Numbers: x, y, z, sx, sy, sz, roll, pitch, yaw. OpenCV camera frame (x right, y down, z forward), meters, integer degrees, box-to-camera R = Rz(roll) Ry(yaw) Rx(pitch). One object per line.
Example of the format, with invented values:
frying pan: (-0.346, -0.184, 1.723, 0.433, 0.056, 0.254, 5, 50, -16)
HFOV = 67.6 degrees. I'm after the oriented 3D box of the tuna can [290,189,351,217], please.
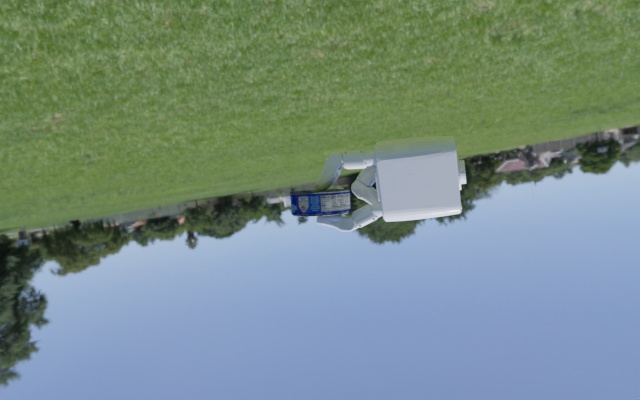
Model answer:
tuna can: (0.000, 0.003, 0.676, 0.086, 0.034, 0.086, -3, 3, 0)
